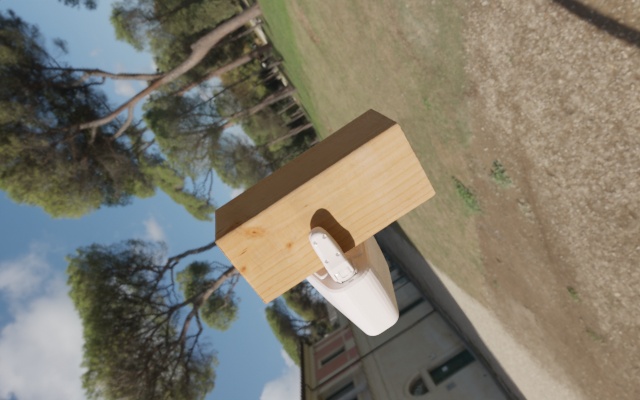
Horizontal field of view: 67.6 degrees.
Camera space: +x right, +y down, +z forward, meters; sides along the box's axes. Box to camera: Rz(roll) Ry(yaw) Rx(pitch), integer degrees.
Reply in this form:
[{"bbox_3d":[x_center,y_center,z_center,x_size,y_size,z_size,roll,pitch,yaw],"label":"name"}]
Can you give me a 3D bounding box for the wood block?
[{"bbox_3d":[0.000,0.002,0.503,0.206,0.090,0.090,-33,24,1],"label":"wood block"}]
